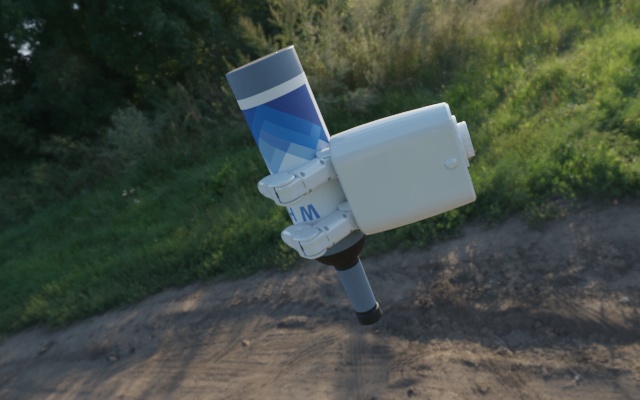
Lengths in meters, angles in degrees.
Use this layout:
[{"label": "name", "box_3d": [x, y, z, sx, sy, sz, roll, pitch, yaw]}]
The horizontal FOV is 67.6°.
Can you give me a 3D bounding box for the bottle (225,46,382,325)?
[{"label": "bottle", "box_3d": [0.000, 0.001, 0.476, 0.069, 0.296, 0.069, -21, 20, 8]}]
